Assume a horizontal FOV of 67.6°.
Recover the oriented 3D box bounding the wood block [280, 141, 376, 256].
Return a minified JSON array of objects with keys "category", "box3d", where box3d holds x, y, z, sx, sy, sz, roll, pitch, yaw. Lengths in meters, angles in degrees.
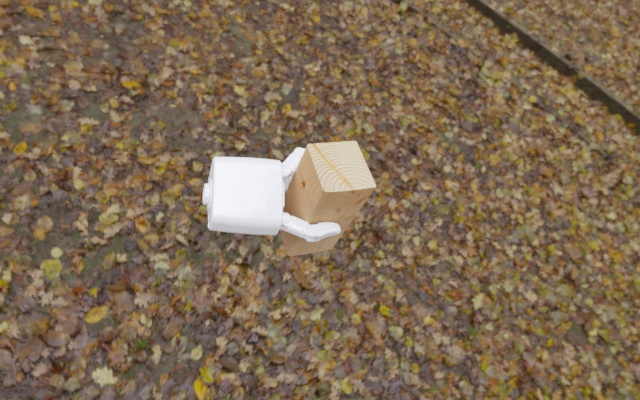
[{"category":"wood block","box3d":[0.000,0.003,0.795,0.090,0.090,0.206,-6,-29,-25]}]
